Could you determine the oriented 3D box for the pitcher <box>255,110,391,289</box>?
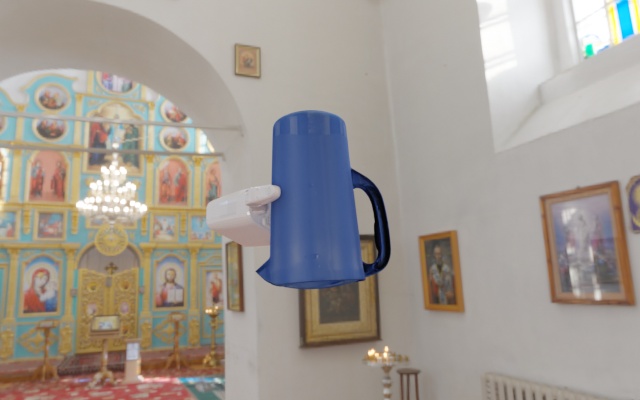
[{"bbox_3d":[0.000,0.002,0.680,0.145,0.242,0.149,-13,-15,39],"label":"pitcher"}]
